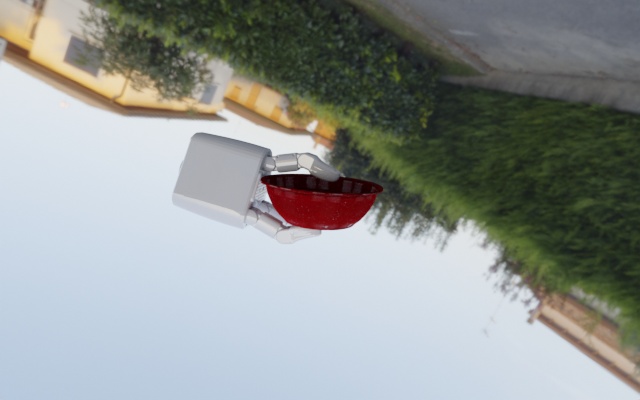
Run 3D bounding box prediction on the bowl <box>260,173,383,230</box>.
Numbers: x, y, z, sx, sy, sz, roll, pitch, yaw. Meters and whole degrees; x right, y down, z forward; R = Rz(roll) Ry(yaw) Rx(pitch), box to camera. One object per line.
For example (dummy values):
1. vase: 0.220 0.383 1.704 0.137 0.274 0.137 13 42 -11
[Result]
1. bowl: 0.001 0.003 0.629 0.162 0.055 0.162 4 10 -1
